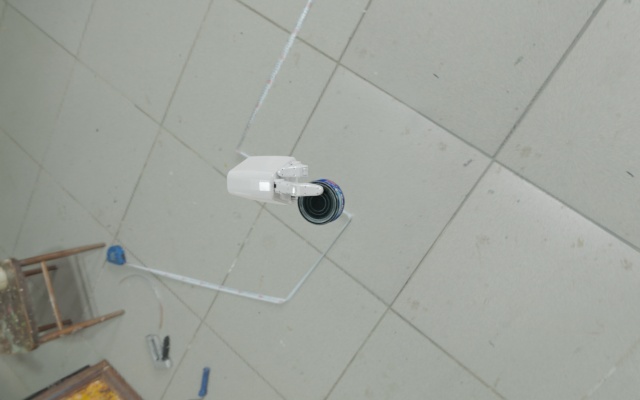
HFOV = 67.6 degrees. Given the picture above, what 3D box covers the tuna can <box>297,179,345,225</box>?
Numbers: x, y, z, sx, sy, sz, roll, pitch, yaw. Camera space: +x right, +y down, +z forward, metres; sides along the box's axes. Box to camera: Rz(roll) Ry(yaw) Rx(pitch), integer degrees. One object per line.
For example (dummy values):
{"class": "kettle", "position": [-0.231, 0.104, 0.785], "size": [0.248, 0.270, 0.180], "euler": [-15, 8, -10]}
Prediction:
{"class": "tuna can", "position": [0.000, 0.003, 0.897], "size": [0.086, 0.086, 0.034], "euler": [0, 7, 22]}
